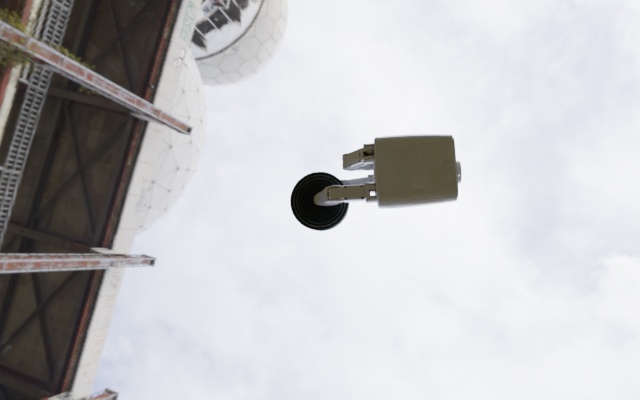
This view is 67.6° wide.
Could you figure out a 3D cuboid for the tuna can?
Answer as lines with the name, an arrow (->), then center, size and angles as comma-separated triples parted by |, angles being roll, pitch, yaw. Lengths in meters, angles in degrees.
tuna can -> 0.000, 0.002, 0.706 | 0.086, 0.086, 0.034 | 0, -7, 7
